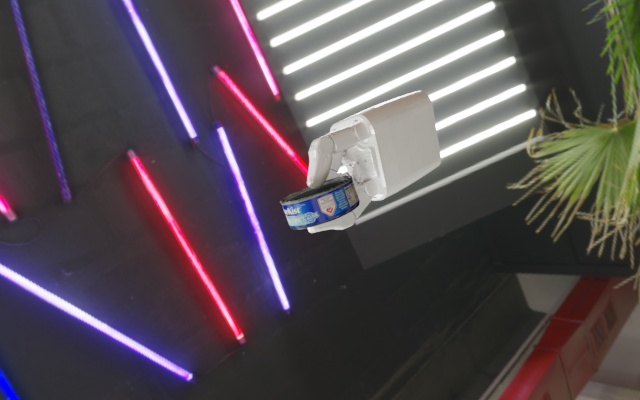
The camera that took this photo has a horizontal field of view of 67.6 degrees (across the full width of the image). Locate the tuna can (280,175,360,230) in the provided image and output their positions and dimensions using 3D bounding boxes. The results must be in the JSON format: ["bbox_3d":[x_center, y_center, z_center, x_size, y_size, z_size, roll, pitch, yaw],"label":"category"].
[{"bbox_3d":[0.000,0.002,0.539,0.086,0.034,0.086,-19,9,3],"label":"tuna can"}]
